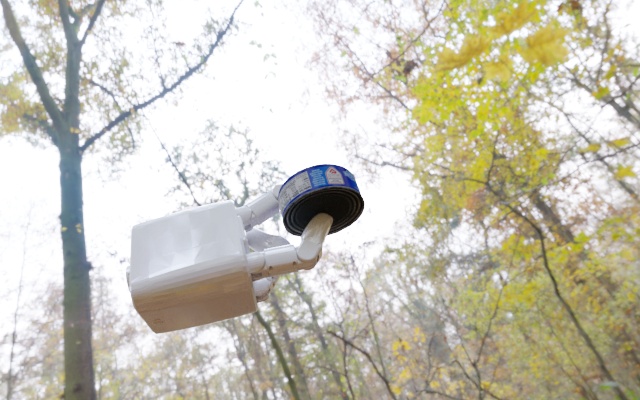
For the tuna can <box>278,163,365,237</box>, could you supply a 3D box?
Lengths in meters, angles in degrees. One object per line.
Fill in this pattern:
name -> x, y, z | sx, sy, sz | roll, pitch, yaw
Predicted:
tuna can -> 0.000, 0.001, 0.491 | 0.086, 0.033, 0.086 | -11, -35, -8
